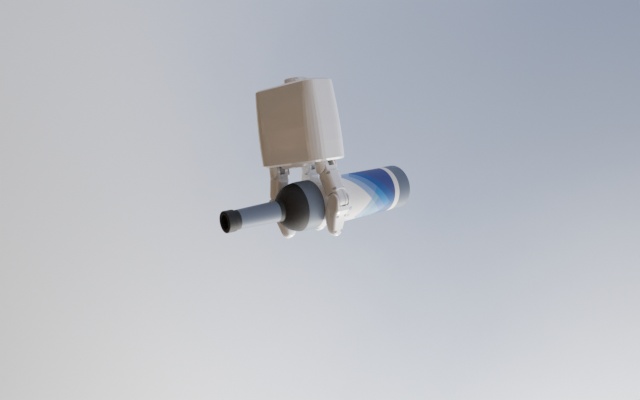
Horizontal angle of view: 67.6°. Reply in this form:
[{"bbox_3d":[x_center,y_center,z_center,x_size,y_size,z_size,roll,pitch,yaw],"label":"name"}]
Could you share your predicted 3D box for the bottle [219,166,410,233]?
[{"bbox_3d":[0.000,0.002,0.659,0.295,0.069,0.069,-12,7,-37],"label":"bottle"}]
